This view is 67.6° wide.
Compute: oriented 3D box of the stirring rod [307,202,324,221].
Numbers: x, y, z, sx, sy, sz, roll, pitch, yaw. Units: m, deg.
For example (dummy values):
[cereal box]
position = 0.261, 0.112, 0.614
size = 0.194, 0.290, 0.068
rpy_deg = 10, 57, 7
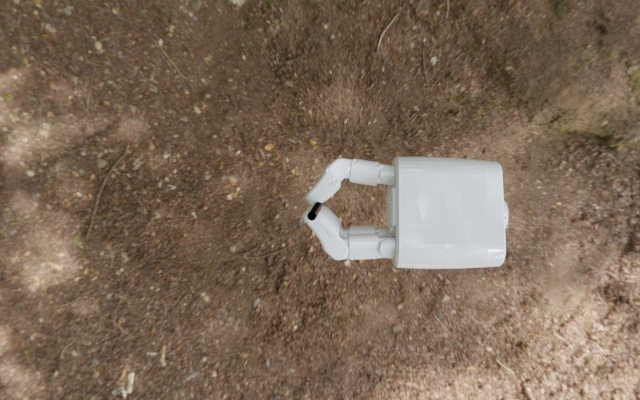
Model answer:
[stirring rod]
position = 0.000, 0.002, 0.534
size = 0.011, 0.011, 0.239
rpy_deg = 0, 6, 4
